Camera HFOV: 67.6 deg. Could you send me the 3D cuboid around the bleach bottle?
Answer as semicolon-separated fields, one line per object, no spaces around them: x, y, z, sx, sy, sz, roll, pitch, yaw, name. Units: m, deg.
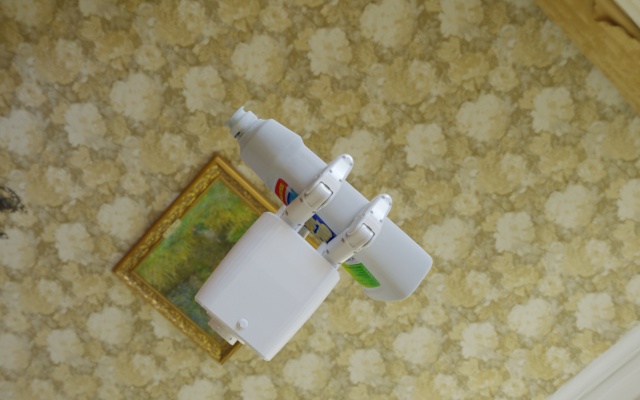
0.000;0.002;0.506;0.251;0.068;0.102;44;-17;-9;bleach bottle
